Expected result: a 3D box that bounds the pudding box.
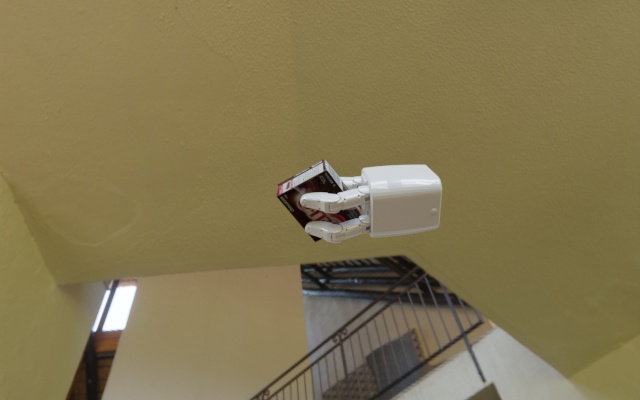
[{"bbox_3d":[0.000,0.002,0.739,0.090,0.113,0.039,-28,31,17],"label":"pudding box"}]
